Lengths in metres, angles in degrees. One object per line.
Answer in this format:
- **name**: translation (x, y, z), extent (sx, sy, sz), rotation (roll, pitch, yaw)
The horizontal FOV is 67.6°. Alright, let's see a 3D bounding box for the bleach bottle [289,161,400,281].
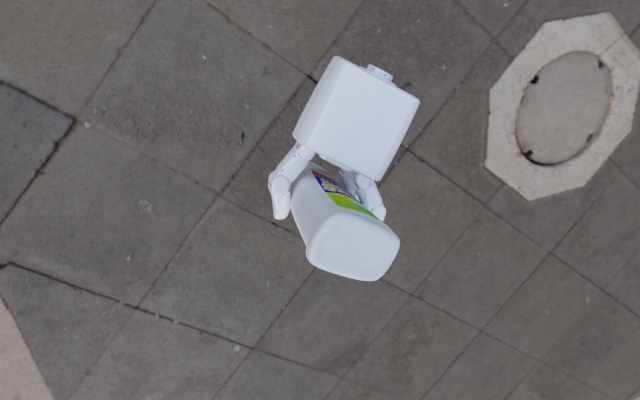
- **bleach bottle**: translation (0.000, 0.002, 0.593), extent (0.102, 0.068, 0.250), rotation (22, 15, -27)
